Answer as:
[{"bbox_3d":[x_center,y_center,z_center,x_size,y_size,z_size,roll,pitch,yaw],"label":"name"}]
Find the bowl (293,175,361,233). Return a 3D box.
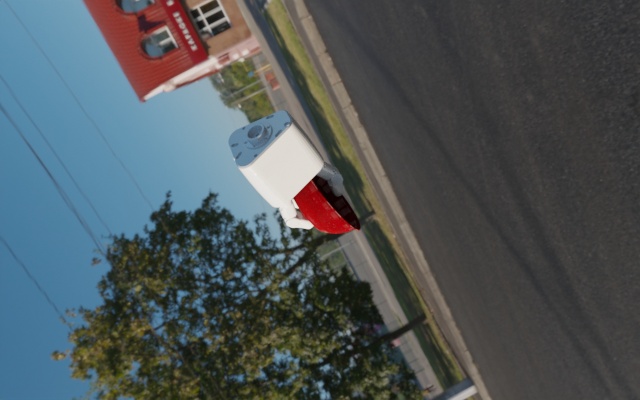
[{"bbox_3d":[0.001,0.004,0.838,0.055,0.162,0.162,-39,-10,12],"label":"bowl"}]
